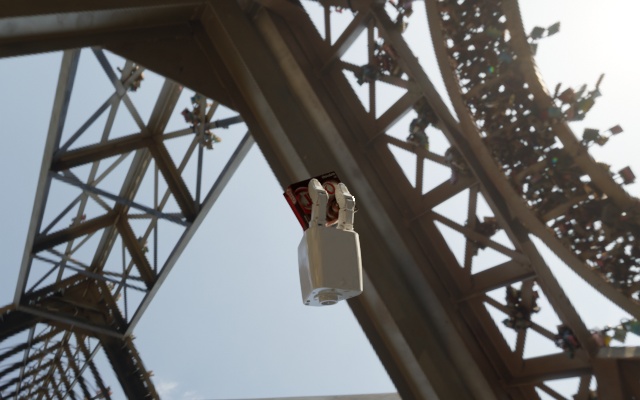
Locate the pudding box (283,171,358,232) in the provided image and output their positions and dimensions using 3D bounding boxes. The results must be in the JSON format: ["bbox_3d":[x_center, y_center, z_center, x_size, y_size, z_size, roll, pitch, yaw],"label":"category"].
[{"bbox_3d":[0.000,0.003,0.867,0.113,0.090,0.039,-19,-17,-40],"label":"pudding box"}]
